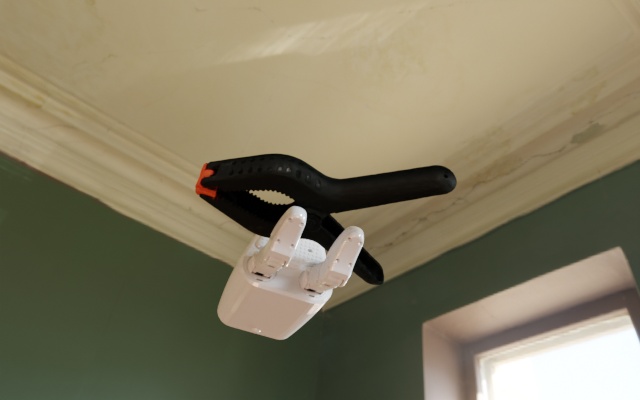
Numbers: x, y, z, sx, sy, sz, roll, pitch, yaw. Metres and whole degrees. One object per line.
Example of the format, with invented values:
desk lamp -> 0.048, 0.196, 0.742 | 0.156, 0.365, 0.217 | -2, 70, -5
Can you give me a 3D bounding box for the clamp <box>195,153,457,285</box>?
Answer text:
clamp -> 0.000, 0.001, 0.420 | 0.210, 0.036, 0.165 | 20, -45, -14
